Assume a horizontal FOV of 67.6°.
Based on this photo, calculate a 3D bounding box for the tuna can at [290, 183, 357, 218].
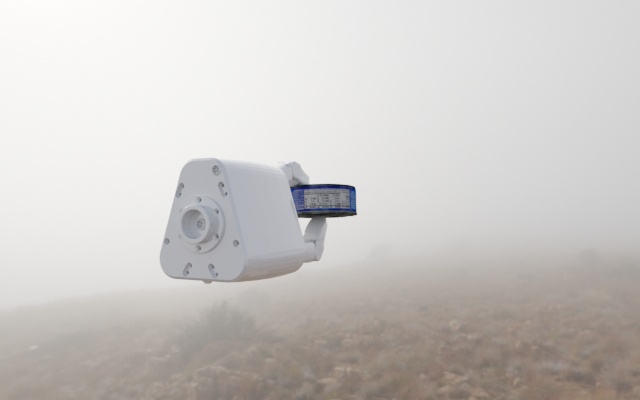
[{"bbox_3d":[0.000,0.001,0.560,0.086,0.033,0.086,-1,-6,0],"label":"tuna can"}]
